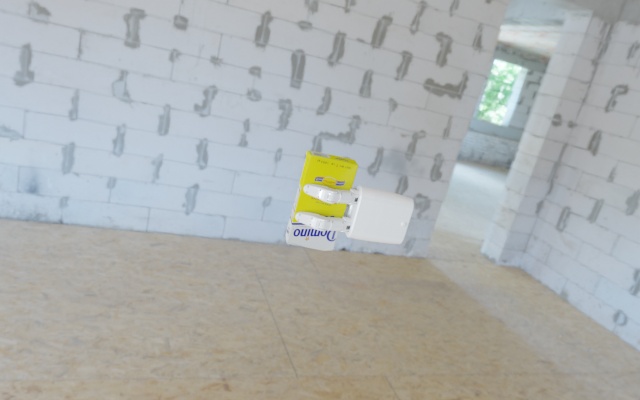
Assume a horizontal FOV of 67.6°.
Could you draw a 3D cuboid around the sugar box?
[{"bbox_3d":[0.000,0.003,0.878,0.093,0.176,0.048,11,17,-12],"label":"sugar box"}]
